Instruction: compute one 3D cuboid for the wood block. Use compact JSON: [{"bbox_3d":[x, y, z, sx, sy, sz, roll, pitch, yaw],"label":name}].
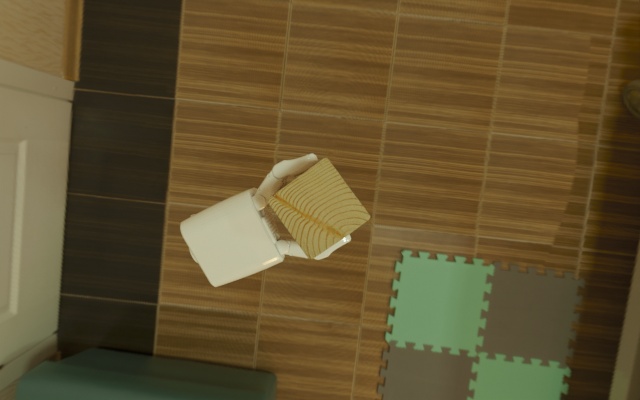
[{"bbox_3d":[0.000,0.003,0.657,0.090,0.091,0.206,-36,3,4],"label":"wood block"}]
